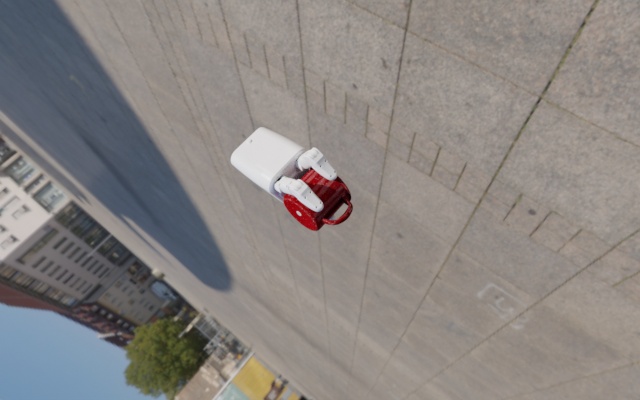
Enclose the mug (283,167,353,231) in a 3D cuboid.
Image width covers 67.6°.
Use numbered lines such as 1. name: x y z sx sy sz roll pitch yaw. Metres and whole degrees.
1. mug: 0.001 0.003 0.801 0.117 0.081 0.093 33 -21 29
